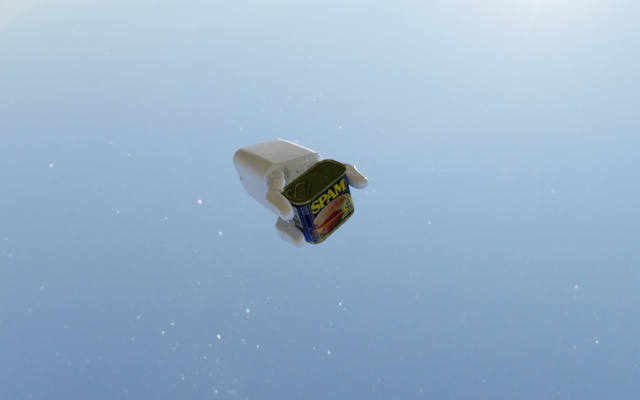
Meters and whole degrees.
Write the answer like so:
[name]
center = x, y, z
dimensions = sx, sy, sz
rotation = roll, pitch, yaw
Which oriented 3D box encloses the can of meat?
[can of meat]
center = 0.000, 0.003, 0.707
dimensions = 0.102, 0.084, 0.057
rotation = -39, 42, -26
